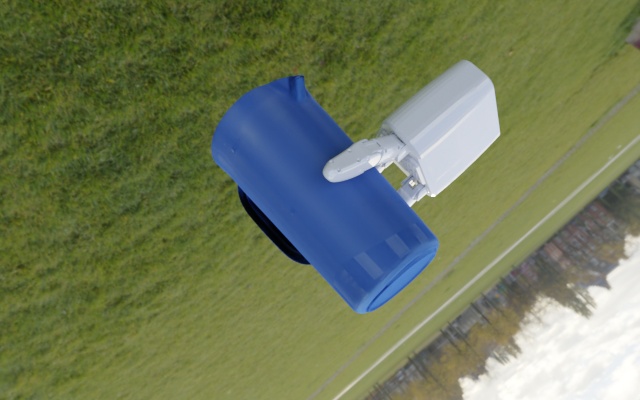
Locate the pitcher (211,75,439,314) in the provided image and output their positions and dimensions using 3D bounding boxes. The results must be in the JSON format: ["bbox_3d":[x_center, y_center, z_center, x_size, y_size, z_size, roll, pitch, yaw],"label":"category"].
[{"bbox_3d":[0.000,0.002,0.511,0.145,0.242,0.149,-40,-21,-4],"label":"pitcher"}]
